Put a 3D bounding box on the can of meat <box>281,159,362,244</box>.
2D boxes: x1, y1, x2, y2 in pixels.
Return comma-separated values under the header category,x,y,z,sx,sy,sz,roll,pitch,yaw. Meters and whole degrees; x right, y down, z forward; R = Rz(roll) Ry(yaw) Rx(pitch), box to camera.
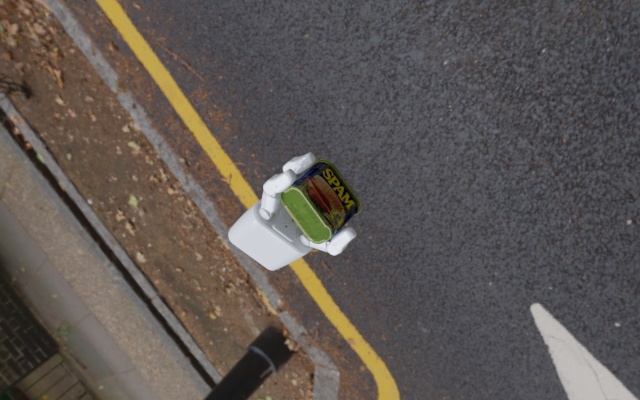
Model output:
category,x,y,z,sx,sy,sz,roll,pitch,yaw
can of meat,0.000,0.003,0.709,0.057,0.102,0.084,-30,8,47
